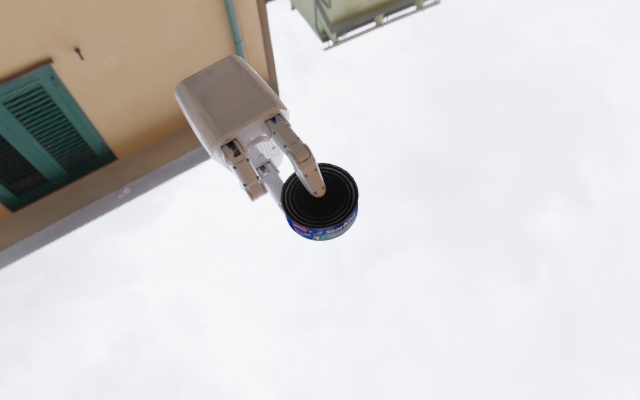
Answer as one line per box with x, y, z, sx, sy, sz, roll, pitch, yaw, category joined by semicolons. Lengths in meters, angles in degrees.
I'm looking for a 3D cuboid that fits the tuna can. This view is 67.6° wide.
0.000;0.002;0.532;0.086;0.086;0.034;0;-32;4;tuna can
